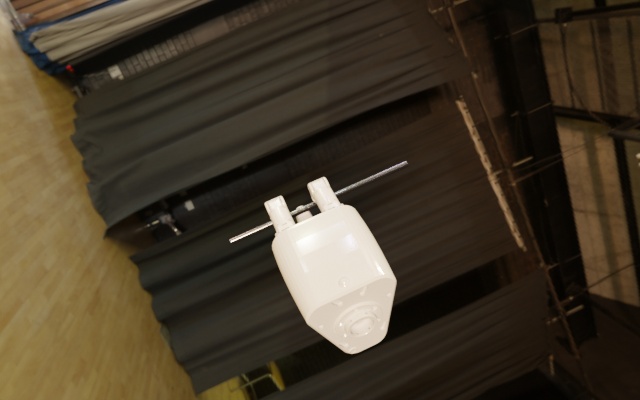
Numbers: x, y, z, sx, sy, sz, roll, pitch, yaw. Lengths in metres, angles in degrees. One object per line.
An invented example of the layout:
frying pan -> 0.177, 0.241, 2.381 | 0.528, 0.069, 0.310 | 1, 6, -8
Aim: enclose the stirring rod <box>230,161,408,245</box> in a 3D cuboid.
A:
stirring rod -> 0.000, 0.002, 0.594 | 0.239, 0.011, 0.011 | -24, 2, -6
